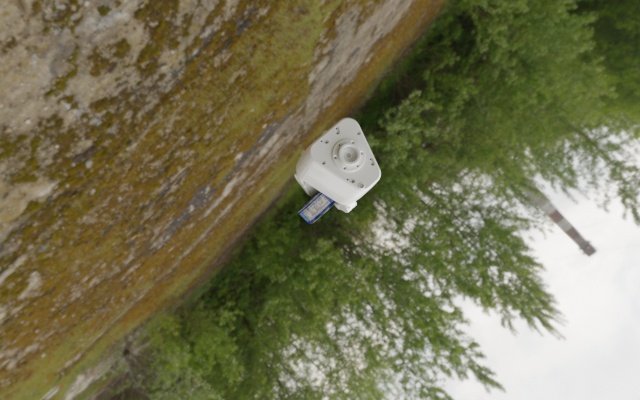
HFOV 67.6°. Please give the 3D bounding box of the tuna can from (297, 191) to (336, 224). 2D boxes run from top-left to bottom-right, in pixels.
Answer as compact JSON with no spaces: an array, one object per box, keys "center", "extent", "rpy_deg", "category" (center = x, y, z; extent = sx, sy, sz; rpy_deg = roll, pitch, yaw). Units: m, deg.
[{"center":[0.001,0.003,0.862],"extent":[0.086,0.034,0.086],"rpy_deg":[-43,3,3],"category":"tuna can"}]
